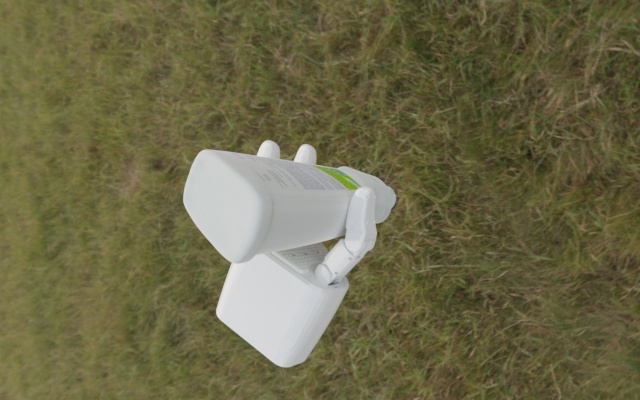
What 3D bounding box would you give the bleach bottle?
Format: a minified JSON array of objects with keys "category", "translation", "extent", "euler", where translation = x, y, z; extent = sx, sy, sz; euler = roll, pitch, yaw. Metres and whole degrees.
[{"category":"bleach bottle","translation":[0.000,0.001,0.469],"extent":[0.251,0.068,0.102],"euler":[0,32,-48]}]
